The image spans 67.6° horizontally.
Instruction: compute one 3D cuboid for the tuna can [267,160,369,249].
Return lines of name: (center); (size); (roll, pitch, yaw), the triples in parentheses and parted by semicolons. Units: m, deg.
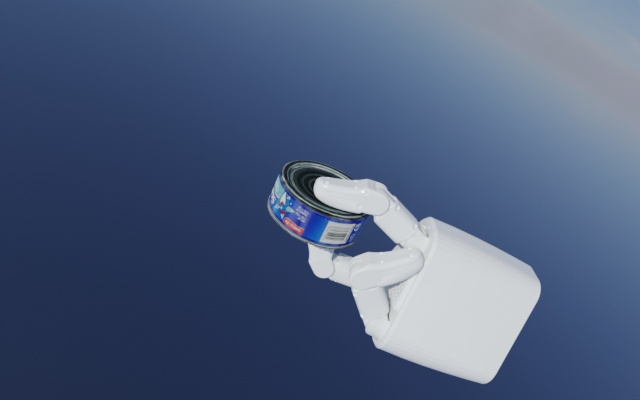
tuna can: (0.000, 0.001, 0.412); (0.086, 0.034, 0.086); (19, 30, -11)
